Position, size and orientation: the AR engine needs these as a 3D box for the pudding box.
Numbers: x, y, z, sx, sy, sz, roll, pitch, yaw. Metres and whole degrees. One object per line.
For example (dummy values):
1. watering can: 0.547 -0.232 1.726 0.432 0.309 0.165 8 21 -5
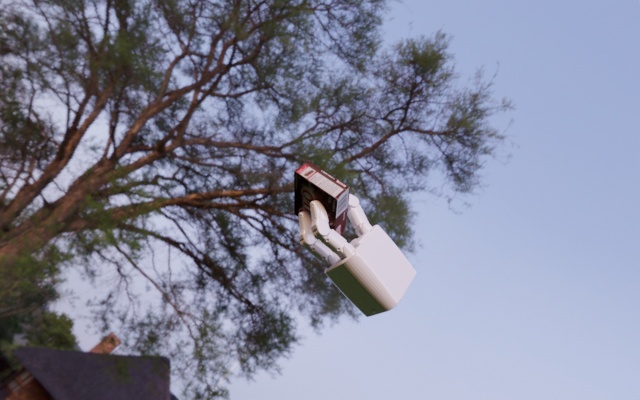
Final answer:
1. pudding box: 0.000 0.002 0.778 0.090 0.114 0.039 33 54 23
